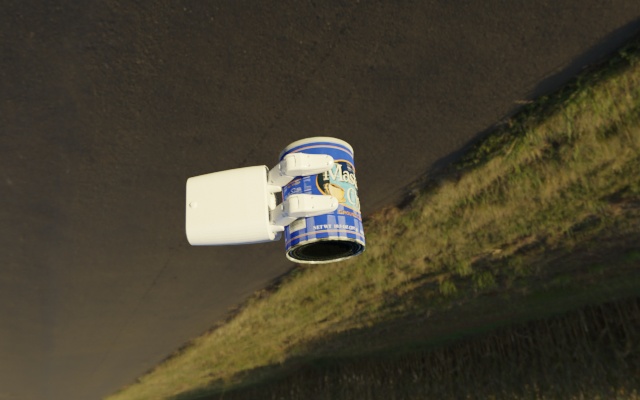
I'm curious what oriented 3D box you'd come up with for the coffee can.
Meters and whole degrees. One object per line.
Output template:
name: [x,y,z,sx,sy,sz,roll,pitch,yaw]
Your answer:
coffee can: [0.000,0.002,0.633,0.103,0.140,0.103,-5,-23,-2]
